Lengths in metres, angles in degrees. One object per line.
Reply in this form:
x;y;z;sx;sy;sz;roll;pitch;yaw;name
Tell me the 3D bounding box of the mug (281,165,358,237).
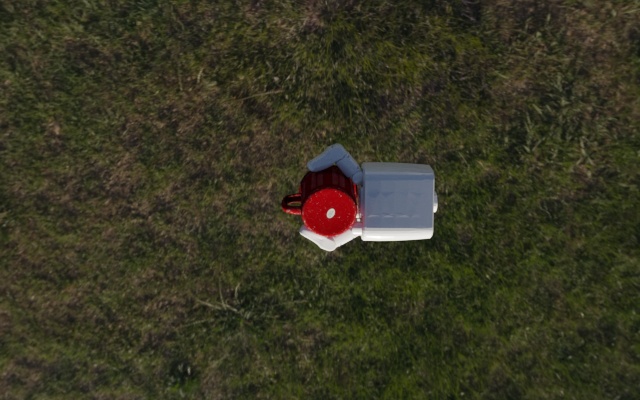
-0.001;0.002;0.711;0.117;0.093;0.081;-1;21;0;mug
